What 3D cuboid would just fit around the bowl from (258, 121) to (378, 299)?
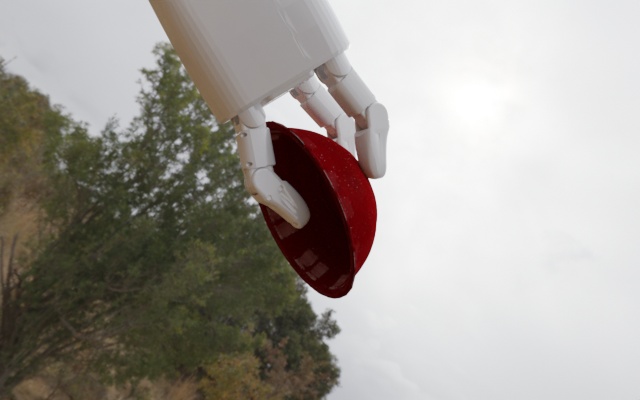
[{"bbox_3d":[0.001,0.002,0.418,0.055,0.162,0.162,-24,11,-26],"label":"bowl"}]
